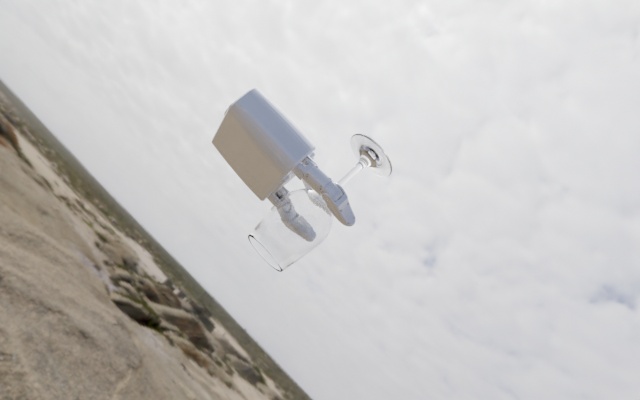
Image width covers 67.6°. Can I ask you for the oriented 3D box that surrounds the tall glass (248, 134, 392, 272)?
[{"bbox_3d":[0.001,0.002,0.621,0.201,0.079,0.079,-43,17,-19],"label":"tall glass"}]
